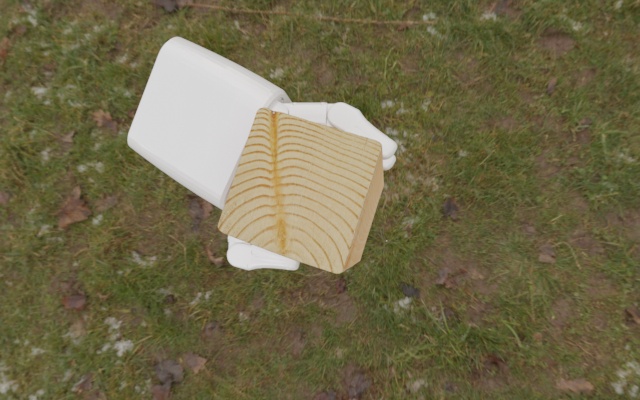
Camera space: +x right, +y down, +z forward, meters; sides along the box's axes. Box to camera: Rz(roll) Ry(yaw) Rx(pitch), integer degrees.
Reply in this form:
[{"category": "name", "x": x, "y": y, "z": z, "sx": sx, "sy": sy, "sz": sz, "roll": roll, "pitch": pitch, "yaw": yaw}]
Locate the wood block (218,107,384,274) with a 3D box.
[{"category": "wood block", "x": 0.000, "y": 0.001, "z": 0.410, "sx": 0.090, "sy": 0.091, "sz": 0.206, "roll": 18, "pitch": -2, "yaw": 9}]
